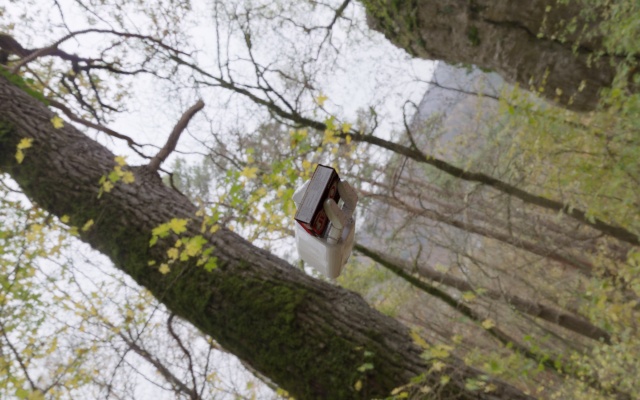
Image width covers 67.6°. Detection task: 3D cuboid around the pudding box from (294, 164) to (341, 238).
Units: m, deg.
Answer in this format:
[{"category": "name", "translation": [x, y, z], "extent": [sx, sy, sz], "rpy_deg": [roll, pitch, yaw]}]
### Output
[{"category": "pudding box", "translation": [0.000, 0.003, 0.862], "extent": [0.039, 0.113, 0.090], "rpy_deg": [17, -14, 19]}]
